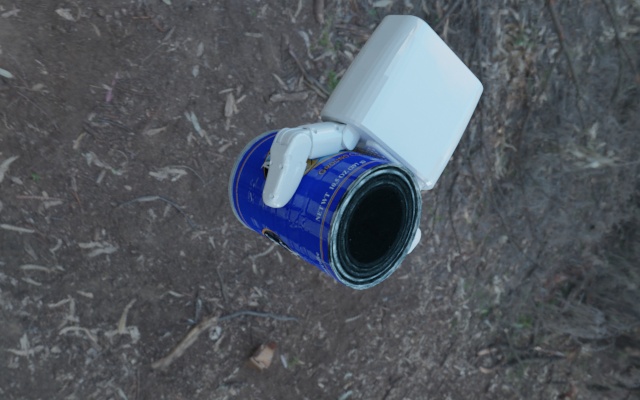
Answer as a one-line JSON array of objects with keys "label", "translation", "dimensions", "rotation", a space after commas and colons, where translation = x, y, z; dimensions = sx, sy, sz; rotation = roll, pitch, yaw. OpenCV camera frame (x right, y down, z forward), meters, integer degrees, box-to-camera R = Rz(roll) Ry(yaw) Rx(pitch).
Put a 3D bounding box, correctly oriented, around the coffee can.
[{"label": "coffee can", "translation": [0.000, 0.001, 0.415], "dimensions": [0.103, 0.103, 0.140], "rotation": [0, 16, -43]}]
